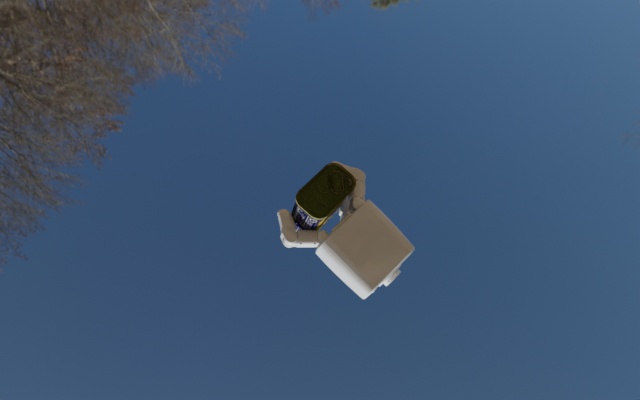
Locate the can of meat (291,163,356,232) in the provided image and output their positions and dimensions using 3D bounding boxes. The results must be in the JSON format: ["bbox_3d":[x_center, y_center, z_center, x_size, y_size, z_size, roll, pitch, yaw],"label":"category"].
[{"bbox_3d":[0.000,0.003,0.748,0.102,0.057,0.084,-45,-9,-29],"label":"can of meat"}]
